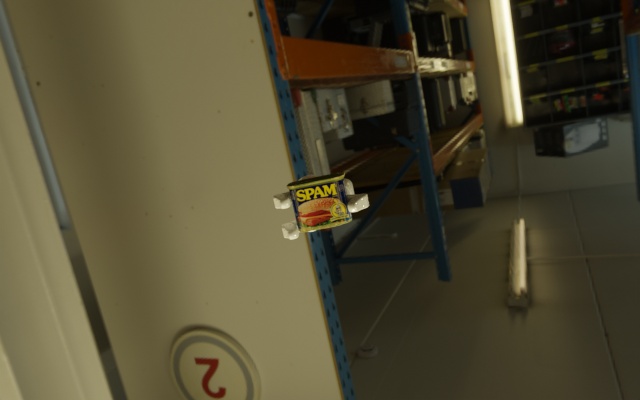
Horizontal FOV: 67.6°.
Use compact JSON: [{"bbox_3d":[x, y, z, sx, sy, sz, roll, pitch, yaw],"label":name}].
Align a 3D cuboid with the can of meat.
[{"bbox_3d":[0.000,0.003,0.832,0.102,0.084,0.057,-11,10,6],"label":"can of meat"}]
